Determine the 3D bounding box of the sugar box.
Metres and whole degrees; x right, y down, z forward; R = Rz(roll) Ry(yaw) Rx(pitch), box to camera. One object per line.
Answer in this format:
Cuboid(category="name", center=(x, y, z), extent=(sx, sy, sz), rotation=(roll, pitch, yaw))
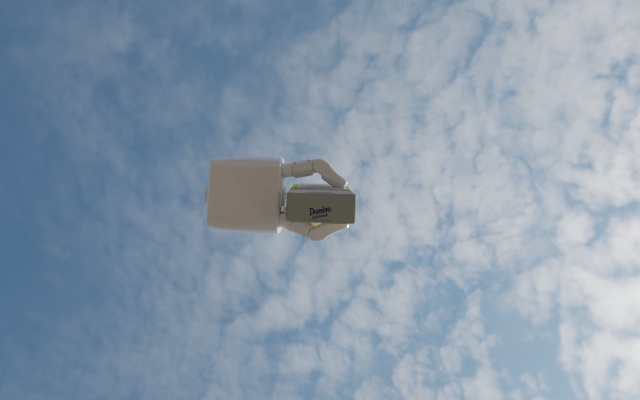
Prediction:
Cuboid(category="sugar box", center=(0.000, 0.003, 0.703), extent=(0.093, 0.048, 0.176), rotation=(2, 8, 0))
